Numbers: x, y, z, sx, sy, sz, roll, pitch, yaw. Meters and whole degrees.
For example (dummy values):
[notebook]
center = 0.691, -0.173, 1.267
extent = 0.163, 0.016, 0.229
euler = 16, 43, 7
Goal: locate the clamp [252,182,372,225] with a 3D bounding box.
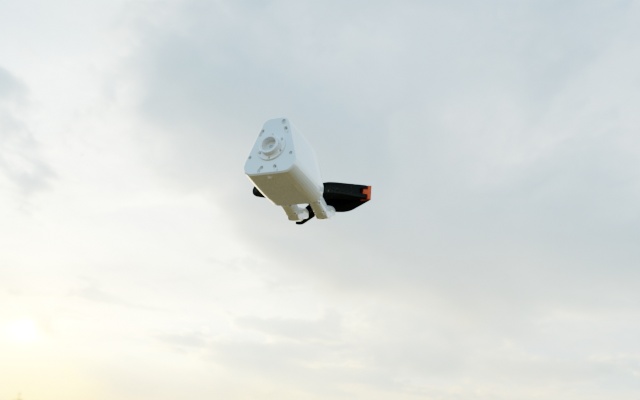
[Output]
[clamp]
center = 0.001, 0.002, 0.897
extent = 0.210, 0.036, 0.165
euler = -5, -25, 22
